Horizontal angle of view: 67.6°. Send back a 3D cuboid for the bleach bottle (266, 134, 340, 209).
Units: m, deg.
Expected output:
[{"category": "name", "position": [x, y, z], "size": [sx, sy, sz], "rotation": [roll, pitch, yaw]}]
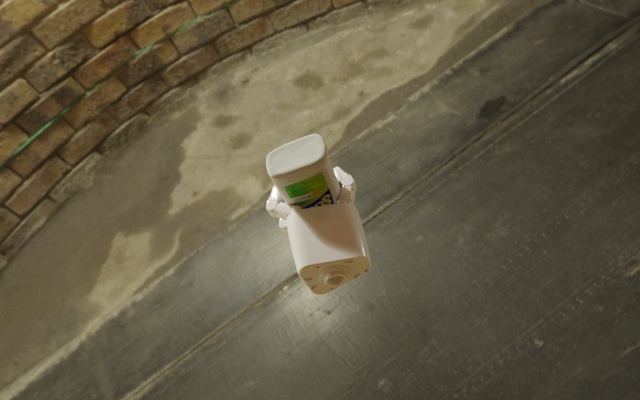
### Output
[{"category": "bleach bottle", "position": [0.000, 0.003, 0.818], "size": [0.102, 0.068, 0.251], "rotation": [-20, -41, 8]}]
